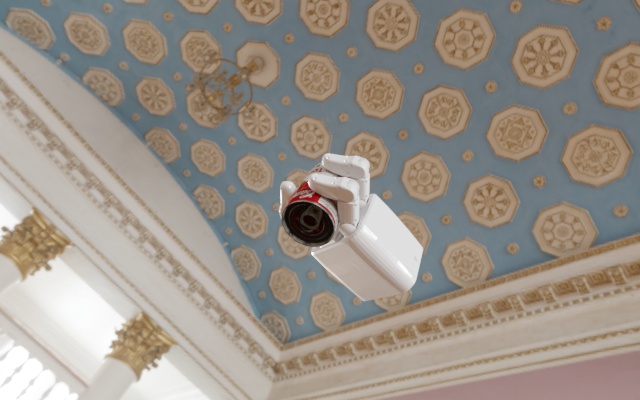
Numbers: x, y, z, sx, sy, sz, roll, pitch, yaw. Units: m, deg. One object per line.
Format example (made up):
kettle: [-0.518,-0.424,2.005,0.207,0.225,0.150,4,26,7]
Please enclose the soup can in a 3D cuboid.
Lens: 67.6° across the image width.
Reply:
soup can: [0.000,0.002,0.613,0.068,0.068,0.102,0,33,21]
